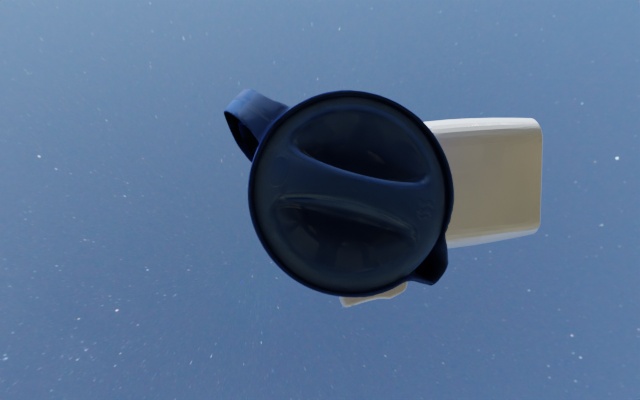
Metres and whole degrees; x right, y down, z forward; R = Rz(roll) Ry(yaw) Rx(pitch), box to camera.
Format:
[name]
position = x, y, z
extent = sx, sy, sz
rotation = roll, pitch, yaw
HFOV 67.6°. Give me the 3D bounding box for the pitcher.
[pitcher]
position = 0.000, 0.001, 0.414
extent = 0.145, 0.149, 0.243
rotation = -5, -7, -8
